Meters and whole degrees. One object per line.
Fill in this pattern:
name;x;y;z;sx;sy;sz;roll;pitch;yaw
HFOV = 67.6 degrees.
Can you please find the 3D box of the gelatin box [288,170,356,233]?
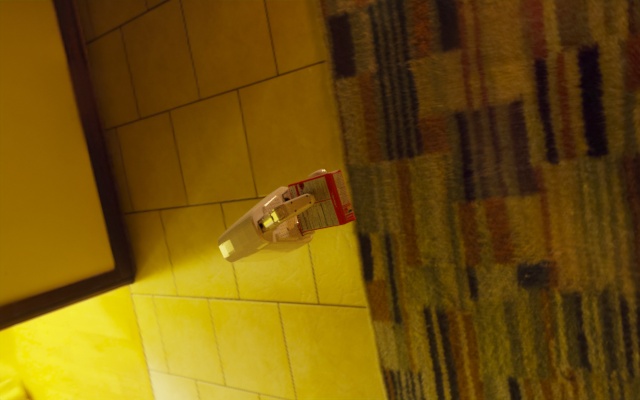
gelatin box;0.000;0.002;0.672;0.089;0.073;0.030;-14;4;45
